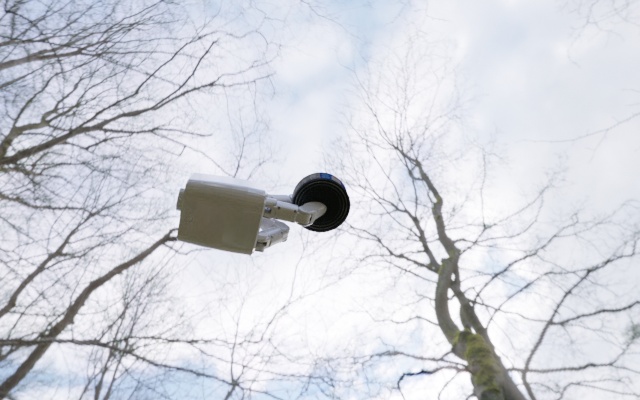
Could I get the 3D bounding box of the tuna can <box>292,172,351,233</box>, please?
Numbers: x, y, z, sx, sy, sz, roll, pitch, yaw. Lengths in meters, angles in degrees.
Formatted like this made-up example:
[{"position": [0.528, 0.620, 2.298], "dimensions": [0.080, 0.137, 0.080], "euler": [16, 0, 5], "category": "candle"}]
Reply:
[{"position": [0.000, 0.002, 0.708], "dimensions": [0.086, 0.086, 0.033], "euler": [0, 23, -4], "category": "tuna can"}]
